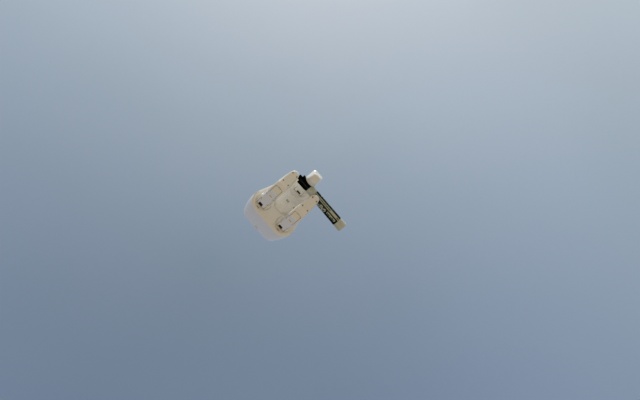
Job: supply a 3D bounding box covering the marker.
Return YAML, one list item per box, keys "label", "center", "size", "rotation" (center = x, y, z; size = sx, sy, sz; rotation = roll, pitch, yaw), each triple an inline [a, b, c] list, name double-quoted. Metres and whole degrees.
- label: "marker"
  center: [0.000, 0.003, 0.846]
  size: [0.020, 0.121, 0.020]
  rotation: [-40, 4, 3]
